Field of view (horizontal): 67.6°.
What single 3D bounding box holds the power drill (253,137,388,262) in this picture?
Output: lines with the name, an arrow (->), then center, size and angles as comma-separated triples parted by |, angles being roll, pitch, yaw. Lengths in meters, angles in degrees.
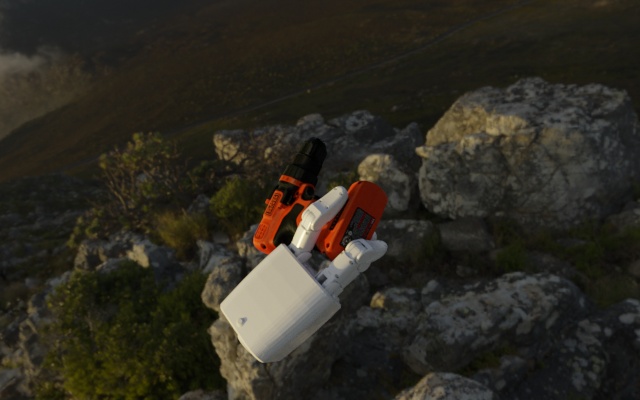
power drill -> 0.000, 0.002, 0.637 | 0.057, 0.184, 0.187 | 30, -9, -35
